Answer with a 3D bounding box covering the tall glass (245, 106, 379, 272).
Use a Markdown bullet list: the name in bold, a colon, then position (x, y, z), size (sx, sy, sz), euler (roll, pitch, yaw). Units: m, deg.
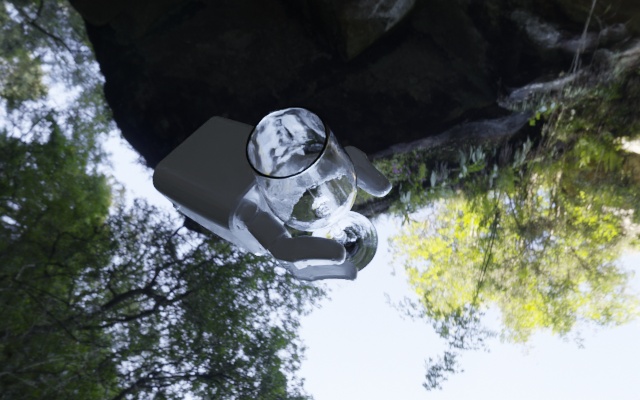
- **tall glass**: position (0.000, 0.002, 0.424), size (0.079, 0.079, 0.201), euler (0, -26, 16)
